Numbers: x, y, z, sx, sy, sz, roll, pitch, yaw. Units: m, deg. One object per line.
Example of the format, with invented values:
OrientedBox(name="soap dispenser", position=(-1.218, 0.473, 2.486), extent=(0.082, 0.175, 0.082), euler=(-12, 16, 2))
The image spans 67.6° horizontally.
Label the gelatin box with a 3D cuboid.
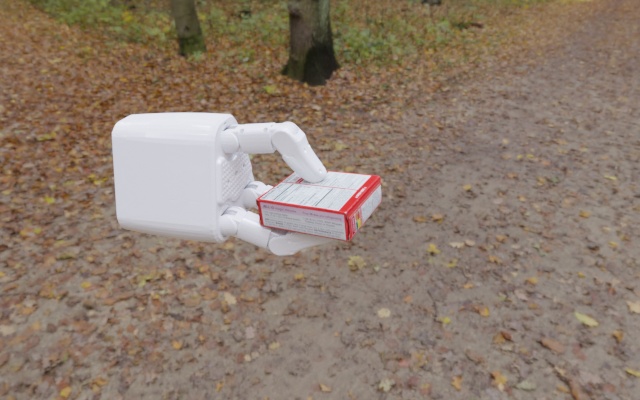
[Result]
OrientedBox(name="gelatin box", position=(0.000, 0.001, 0.421), extent=(0.089, 0.030, 0.073), euler=(7, 29, 27))
